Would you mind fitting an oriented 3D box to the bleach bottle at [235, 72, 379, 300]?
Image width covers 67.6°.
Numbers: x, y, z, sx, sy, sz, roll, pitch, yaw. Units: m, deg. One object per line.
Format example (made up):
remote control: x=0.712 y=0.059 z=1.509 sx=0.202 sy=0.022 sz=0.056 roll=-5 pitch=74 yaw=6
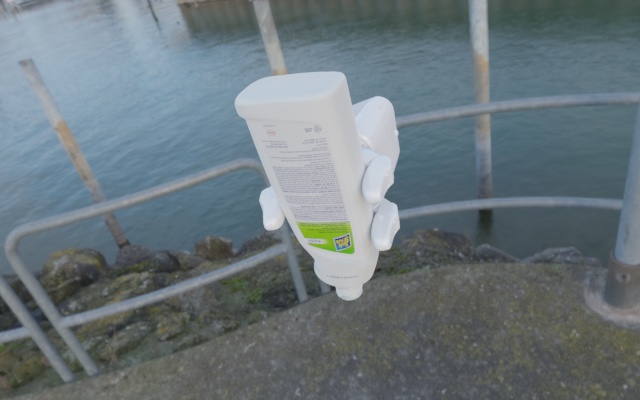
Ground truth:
bleach bottle: x=0.000 y=0.002 z=0.485 sx=0.102 sy=0.251 sz=0.068 roll=2 pitch=36 yaw=24
